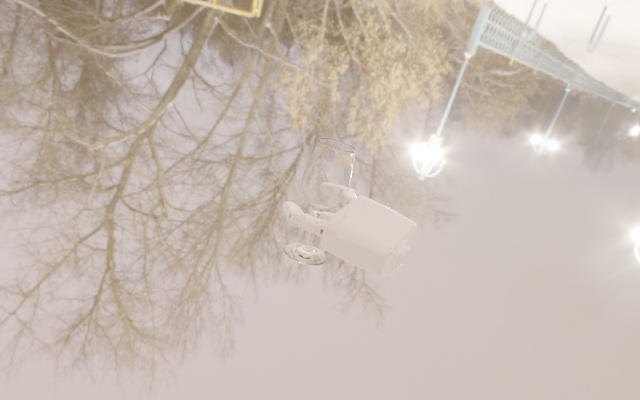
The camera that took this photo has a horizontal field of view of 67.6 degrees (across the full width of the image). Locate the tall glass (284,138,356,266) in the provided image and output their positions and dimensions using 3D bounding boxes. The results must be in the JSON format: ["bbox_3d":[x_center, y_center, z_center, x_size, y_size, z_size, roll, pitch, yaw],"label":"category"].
[{"bbox_3d":[0.000,0.003,0.783,0.079,0.201,0.079,14,20,-5],"label":"tall glass"}]
